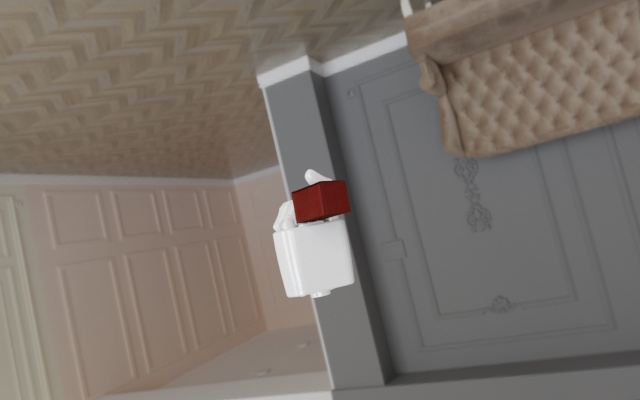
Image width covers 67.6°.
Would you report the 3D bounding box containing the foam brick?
[{"bbox_3d":[0.000,0.002,0.739,0.053,0.051,0.078,-5,-9,-38],"label":"foam brick"}]
